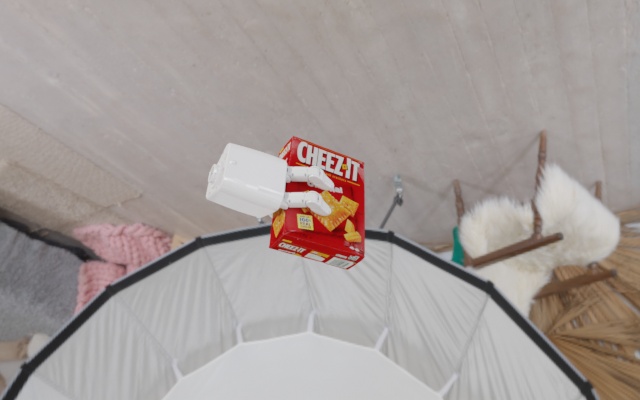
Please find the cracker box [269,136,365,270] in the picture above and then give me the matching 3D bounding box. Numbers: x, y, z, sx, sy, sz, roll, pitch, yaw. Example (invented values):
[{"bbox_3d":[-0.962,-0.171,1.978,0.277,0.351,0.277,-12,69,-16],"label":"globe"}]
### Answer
[{"bbox_3d":[0.000,0.003,0.883,0.164,0.213,0.072,19,-35,-23],"label":"cracker box"}]
